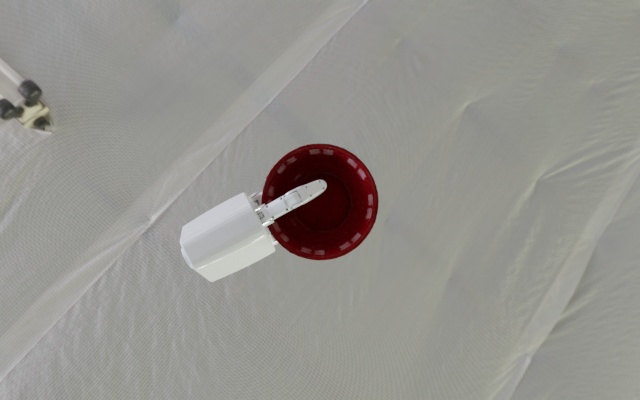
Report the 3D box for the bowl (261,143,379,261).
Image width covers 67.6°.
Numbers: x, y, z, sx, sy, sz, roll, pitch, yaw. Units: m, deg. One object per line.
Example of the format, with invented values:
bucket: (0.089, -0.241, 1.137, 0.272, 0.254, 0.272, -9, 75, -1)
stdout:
bowl: (0.001, 0.002, 0.681, 0.162, 0.162, 0.055, 0, -1, 3)
